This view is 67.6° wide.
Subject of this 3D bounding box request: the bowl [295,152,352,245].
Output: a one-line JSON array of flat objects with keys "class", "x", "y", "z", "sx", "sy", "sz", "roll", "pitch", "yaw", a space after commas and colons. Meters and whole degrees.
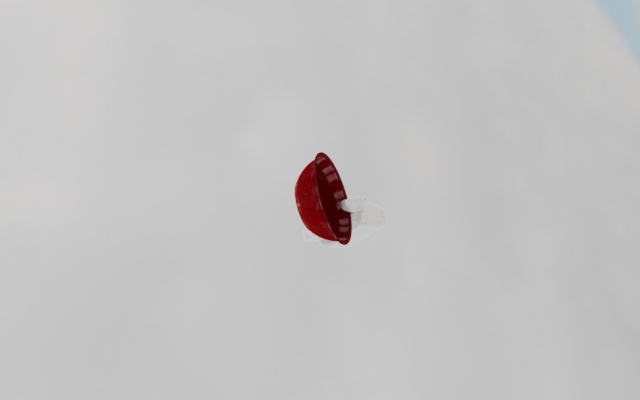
[{"class": "bowl", "x": -0.001, "y": 0.002, "z": 0.809, "sx": 0.055, "sy": 0.162, "sz": 0.162, "roll": -16, "pitch": -5, "yaw": 18}]
